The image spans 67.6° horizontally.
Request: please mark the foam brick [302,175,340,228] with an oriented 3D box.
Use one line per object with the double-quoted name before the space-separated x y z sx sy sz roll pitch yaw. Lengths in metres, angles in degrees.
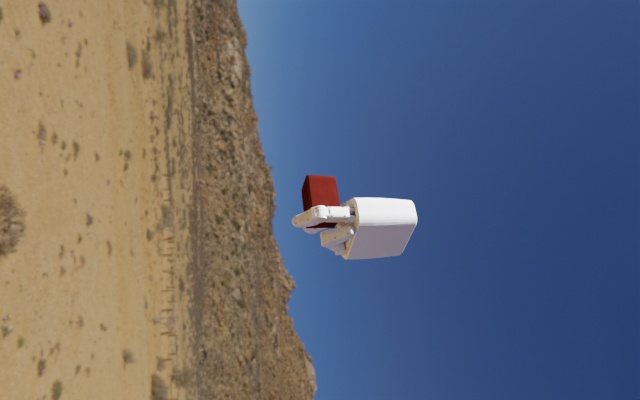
"foam brick" 0.000 0.002 0.812 0.051 0.078 0.053 -1 -26 -14
